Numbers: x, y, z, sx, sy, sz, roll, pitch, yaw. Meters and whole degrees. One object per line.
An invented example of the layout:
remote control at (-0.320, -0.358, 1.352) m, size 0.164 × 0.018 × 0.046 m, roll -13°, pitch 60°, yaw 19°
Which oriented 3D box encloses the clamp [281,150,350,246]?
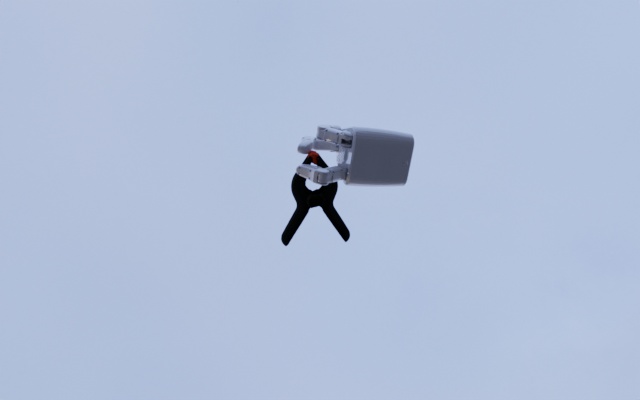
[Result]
clamp at (0.000, 0.002, 0.815) m, size 0.120 × 0.171 × 0.039 m, roll 3°, pitch 22°, yaw -14°
